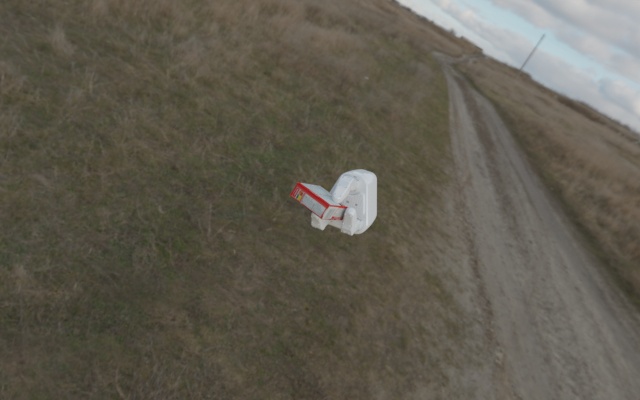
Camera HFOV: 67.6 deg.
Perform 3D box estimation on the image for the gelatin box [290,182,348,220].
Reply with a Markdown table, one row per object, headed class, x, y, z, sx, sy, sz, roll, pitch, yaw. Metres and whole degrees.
| class | x | y | z | sx | sy | sz | roll | pitch | yaw |
| --- | --- | --- | --- | --- | --- | --- | --- | --- | --- |
| gelatin box | 0.000 | 0.002 | 0.820 | 0.073 | 0.030 | 0.089 | 37 | 12 | 23 |
